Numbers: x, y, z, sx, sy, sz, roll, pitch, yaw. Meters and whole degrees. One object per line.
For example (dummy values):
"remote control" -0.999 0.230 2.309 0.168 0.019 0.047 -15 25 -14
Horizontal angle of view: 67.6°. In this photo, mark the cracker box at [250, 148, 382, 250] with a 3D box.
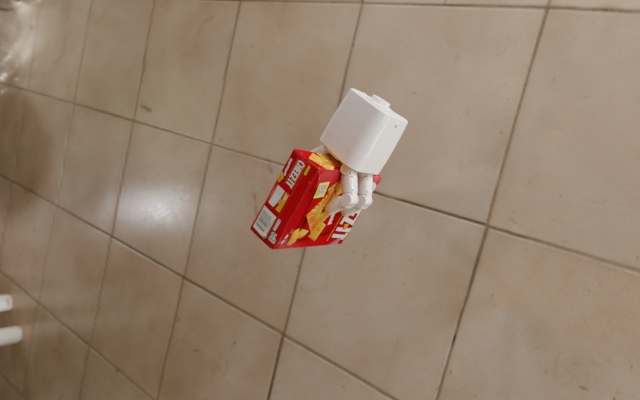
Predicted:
"cracker box" 0.000 0.003 0.853 0.072 0.164 0.214 41 21 29
